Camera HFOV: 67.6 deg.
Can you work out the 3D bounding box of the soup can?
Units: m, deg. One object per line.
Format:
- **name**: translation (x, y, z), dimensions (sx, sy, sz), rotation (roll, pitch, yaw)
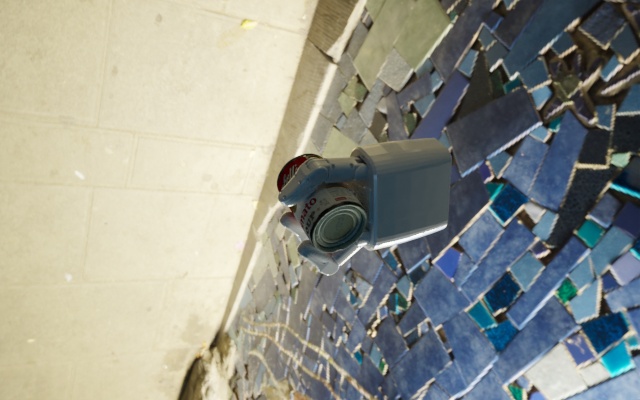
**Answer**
- **soup can**: translation (0.000, 0.002, 0.534), dimensions (0.068, 0.068, 0.102), rotation (0, 35, -30)
